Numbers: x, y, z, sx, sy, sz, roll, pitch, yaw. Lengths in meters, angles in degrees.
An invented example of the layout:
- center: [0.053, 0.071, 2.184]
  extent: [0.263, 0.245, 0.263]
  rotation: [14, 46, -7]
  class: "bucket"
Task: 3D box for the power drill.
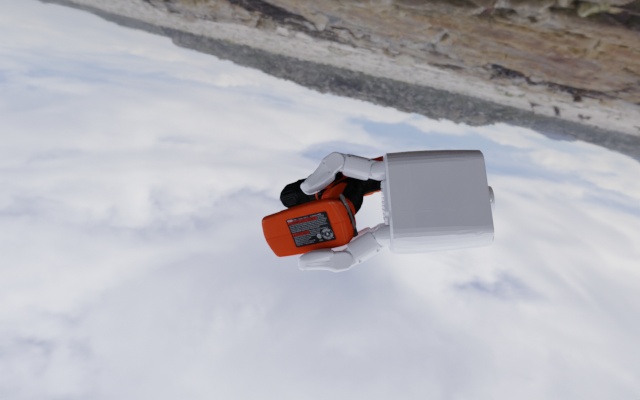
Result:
- center: [0.000, 0.002, 0.604]
  extent: [0.184, 0.057, 0.187]
  rotation: [-16, 16, 26]
  class: "power drill"
